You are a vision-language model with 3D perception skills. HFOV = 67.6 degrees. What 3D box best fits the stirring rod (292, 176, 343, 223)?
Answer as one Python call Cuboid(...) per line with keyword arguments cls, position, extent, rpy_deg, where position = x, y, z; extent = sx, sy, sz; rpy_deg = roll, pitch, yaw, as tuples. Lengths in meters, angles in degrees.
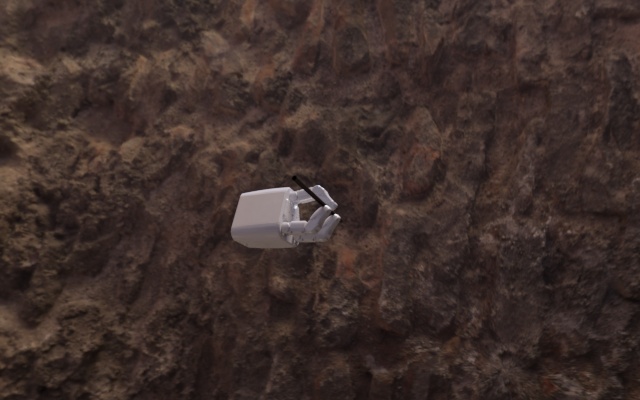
Cuboid(cls="stirring rod", position=(0.000, 0.003, 0.858), extent=(0.011, 0.011, 0.240), rpy_deg=(0, -19, 21))
